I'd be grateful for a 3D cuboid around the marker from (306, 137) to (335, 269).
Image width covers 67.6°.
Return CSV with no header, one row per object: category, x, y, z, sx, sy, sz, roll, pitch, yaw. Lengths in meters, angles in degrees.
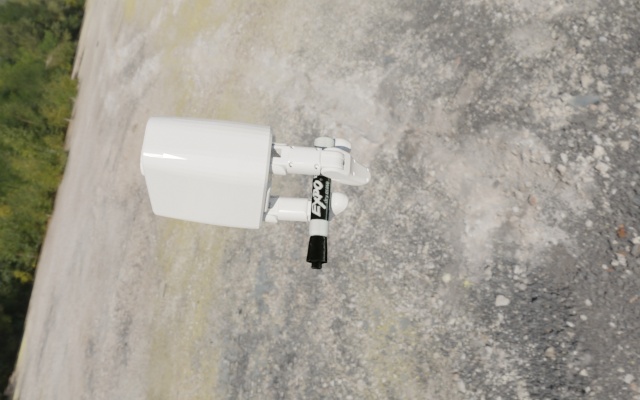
marker,0.000,0.001,0.430,0.020,0.121,0.020,3,-17,1
